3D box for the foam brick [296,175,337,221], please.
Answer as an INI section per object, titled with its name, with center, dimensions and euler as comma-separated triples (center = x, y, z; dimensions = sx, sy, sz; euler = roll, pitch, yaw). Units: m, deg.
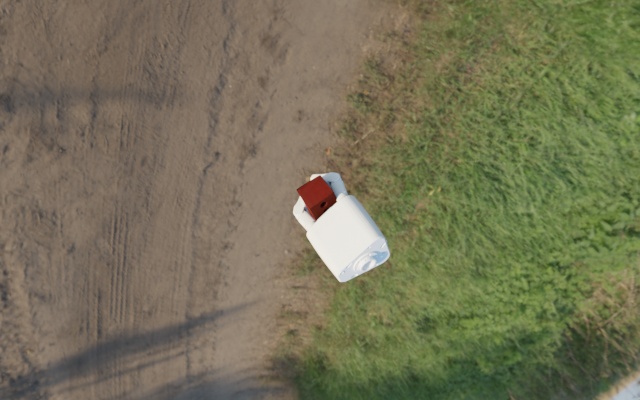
[foam brick]
center = 0.000, 0.003, 0.870
dimensions = 0.053, 0.051, 0.078
euler = -33, -36, -4
